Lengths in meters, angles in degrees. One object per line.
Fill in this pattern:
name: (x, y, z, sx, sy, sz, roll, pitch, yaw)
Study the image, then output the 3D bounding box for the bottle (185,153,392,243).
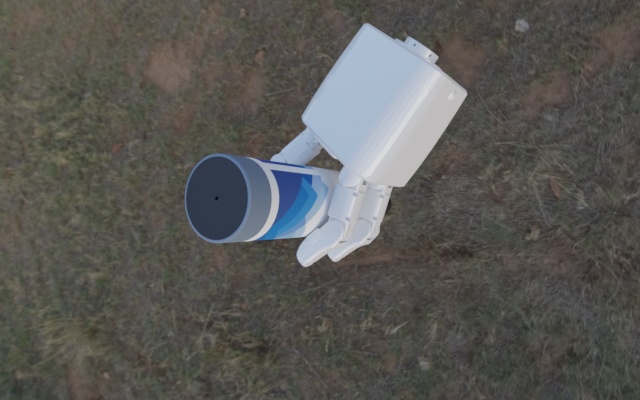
bottle: (0.000, 0.002, 0.476, 0.069, 0.069, 0.296, 0, -1, 32)
